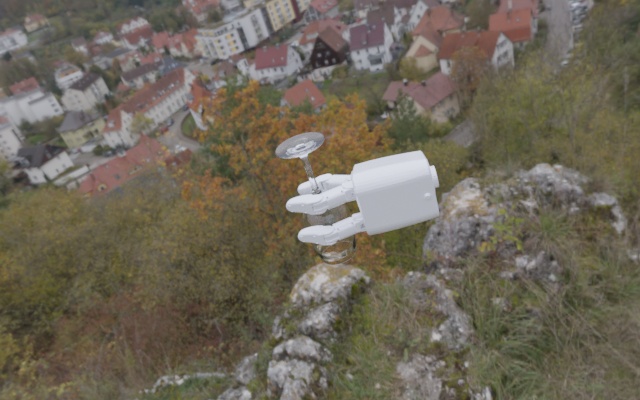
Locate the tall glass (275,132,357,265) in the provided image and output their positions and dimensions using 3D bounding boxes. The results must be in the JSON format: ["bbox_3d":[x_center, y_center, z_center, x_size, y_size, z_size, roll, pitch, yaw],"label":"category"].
[{"bbox_3d":[0.000,0.002,0.725,0.079,0.201,0.079,-15,29,8],"label":"tall glass"}]
